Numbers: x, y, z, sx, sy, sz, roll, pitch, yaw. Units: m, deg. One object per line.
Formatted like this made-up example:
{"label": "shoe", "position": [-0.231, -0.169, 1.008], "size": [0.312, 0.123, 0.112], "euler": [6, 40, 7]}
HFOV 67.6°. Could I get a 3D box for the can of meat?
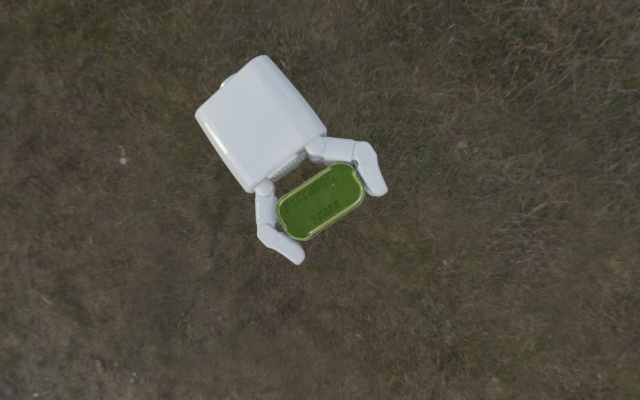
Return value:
{"label": "can of meat", "position": [0.000, 0.002, 0.535], "size": [0.102, 0.057, 0.084], "euler": [-34, -2, -1]}
